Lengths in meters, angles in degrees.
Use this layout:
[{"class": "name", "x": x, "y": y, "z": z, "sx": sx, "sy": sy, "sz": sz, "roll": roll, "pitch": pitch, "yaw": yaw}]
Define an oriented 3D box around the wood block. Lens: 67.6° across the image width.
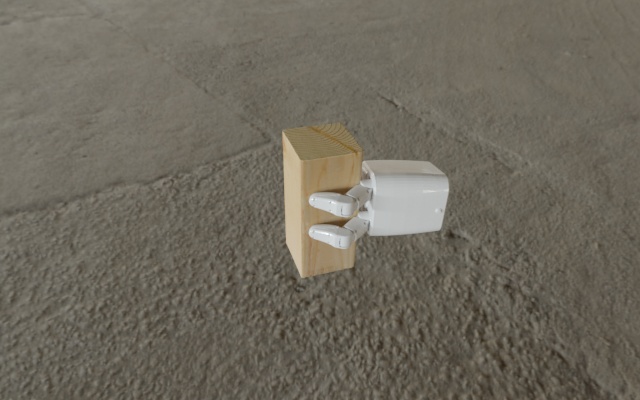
[{"class": "wood block", "x": 0.000, "y": 0.002, "z": 0.702, "sx": 0.090, "sy": 0.206, "sz": 0.090, "roll": -10, "pitch": 37, "yaw": -15}]
